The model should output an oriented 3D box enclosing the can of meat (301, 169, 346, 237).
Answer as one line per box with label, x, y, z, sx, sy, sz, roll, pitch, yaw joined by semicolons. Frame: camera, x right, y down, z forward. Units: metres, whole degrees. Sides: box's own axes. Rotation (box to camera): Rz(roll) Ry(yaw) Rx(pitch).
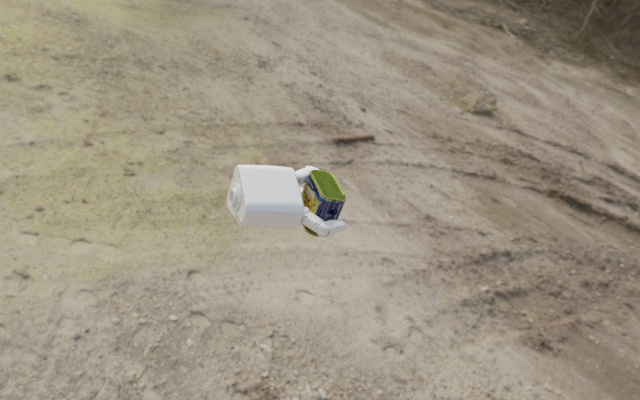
can of meat;0.000;0.003;0.883;0.057;0.084;0.102;5;35;-26
